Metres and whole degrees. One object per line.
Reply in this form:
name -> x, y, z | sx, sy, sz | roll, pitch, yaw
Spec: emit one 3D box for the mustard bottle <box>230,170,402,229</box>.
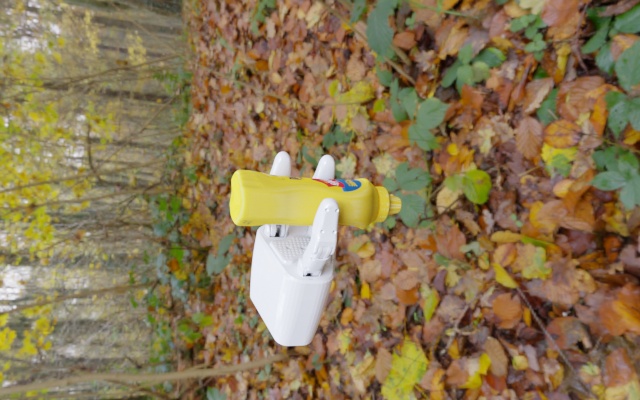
mustard bottle -> 0.000, 0.001, 0.530 | 0.191, 0.058, 0.096 | 3, 6, -17
